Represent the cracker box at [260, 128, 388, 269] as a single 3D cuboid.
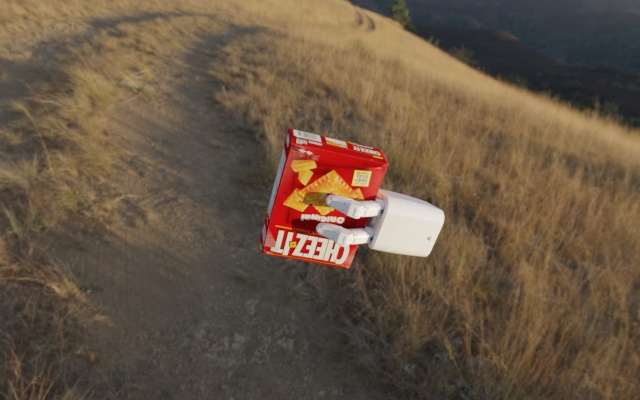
[{"bbox_3d":[0.000,0.002,0.809,0.164,0.214,0.072,12,26,-12],"label":"cracker box"}]
